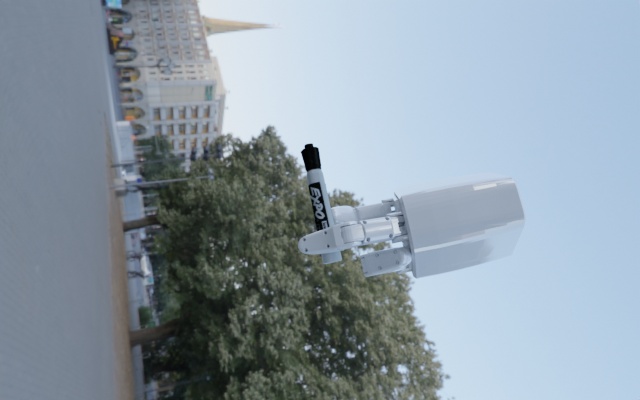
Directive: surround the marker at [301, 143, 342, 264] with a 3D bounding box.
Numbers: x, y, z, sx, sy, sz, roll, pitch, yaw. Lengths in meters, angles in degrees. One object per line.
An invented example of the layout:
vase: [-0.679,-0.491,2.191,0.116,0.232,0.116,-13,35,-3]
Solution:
marker: [0.000,0.002,0.472,0.020,0.121,0.020,-11,-10,-2]
